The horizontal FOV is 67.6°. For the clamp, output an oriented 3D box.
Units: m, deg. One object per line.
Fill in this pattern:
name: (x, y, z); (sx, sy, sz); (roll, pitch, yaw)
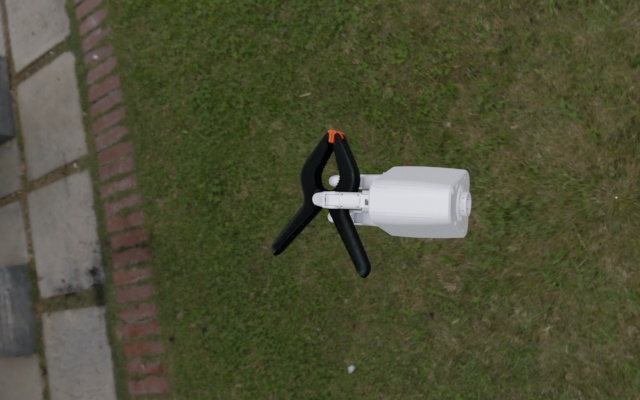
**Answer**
clamp: (0.000, 0.002, 0.707); (0.164, 0.210, 0.036); (2, 2, 27)
